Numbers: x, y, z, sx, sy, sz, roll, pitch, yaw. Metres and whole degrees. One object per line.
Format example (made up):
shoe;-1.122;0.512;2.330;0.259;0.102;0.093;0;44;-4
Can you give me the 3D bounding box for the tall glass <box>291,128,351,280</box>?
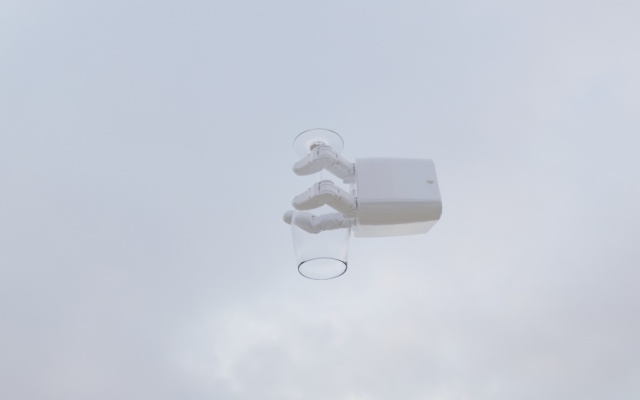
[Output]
tall glass;0.000;0.002;0.641;0.079;0.201;0.079;-1;-34;-1
